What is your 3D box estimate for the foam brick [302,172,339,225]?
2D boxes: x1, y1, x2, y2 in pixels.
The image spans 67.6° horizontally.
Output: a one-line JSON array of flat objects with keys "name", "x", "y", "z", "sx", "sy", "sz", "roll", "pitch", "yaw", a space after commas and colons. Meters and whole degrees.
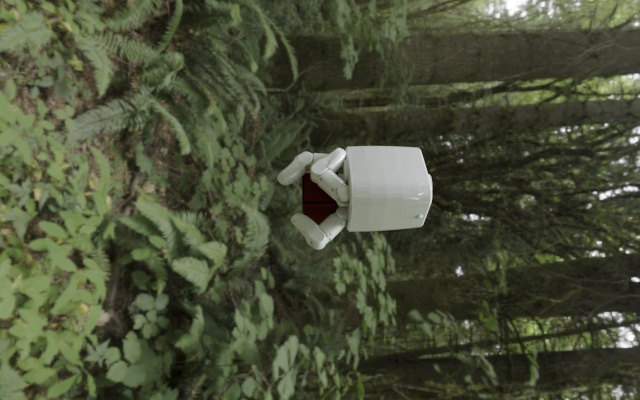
[{"name": "foam brick", "x": 0.000, "y": 0.002, "z": 0.692, "sx": 0.051, "sy": 0.053, "sz": 0.078, "roll": -1, "pitch": -31, "yaw": -1}]
